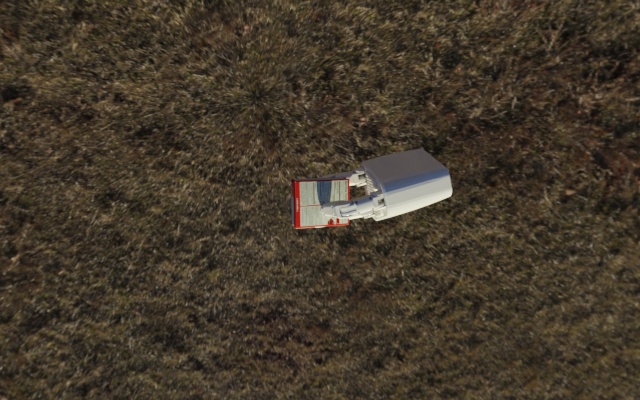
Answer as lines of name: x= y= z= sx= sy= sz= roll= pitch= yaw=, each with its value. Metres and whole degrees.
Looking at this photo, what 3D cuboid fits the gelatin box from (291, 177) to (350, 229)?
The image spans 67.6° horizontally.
gelatin box: x=0.000 y=0.003 z=0.737 sx=0.089 sy=0.073 sz=0.030 roll=-3 pitch=11 yaw=-15
